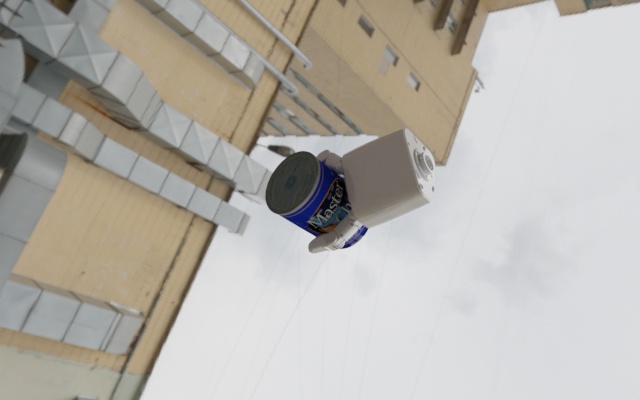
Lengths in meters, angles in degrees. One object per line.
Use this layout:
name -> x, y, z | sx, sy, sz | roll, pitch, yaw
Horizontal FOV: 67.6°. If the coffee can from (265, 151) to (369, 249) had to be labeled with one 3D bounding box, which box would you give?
coffee can -> 0.000, 0.002, 0.735 | 0.103, 0.102, 0.140 | 0, -25, 44
